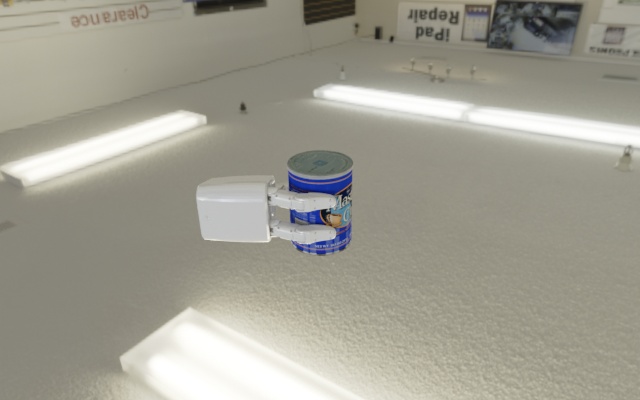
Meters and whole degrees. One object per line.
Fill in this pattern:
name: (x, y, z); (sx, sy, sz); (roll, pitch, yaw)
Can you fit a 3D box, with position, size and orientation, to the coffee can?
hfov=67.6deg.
coffee can: (0.000, 0.002, 0.768); (0.103, 0.140, 0.102); (-1, 27, 0)
